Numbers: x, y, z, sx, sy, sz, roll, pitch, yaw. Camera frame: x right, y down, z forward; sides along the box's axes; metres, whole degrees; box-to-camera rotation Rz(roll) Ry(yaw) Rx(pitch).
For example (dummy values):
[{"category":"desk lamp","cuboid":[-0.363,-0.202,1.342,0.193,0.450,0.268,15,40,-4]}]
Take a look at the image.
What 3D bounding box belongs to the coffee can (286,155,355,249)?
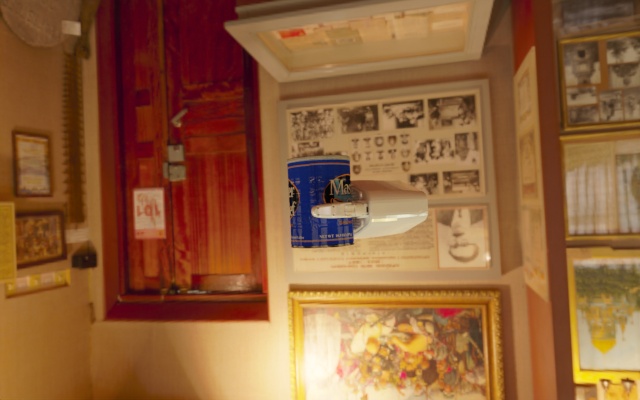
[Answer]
[{"category":"coffee can","cuboid":[0.000,0.002,0.765,0.103,0.140,0.103,-3,-1,0]}]
